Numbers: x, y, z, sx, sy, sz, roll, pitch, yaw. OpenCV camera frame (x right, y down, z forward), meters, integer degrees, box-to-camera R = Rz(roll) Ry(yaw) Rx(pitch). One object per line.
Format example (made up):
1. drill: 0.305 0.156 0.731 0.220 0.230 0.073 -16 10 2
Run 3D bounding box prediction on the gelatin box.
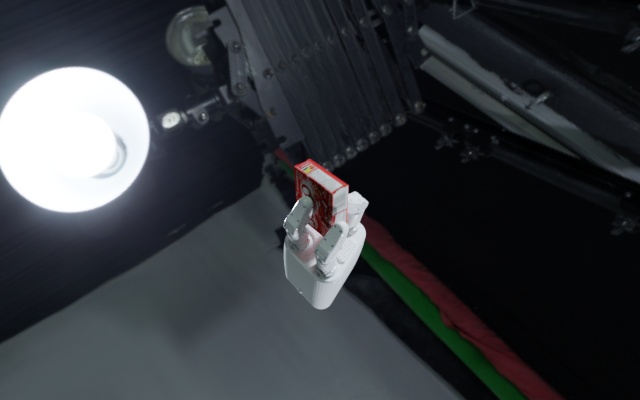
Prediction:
1. gelatin box: 0.000 0.002 0.613 0.030 0.089 0.073 -30 50 -29
